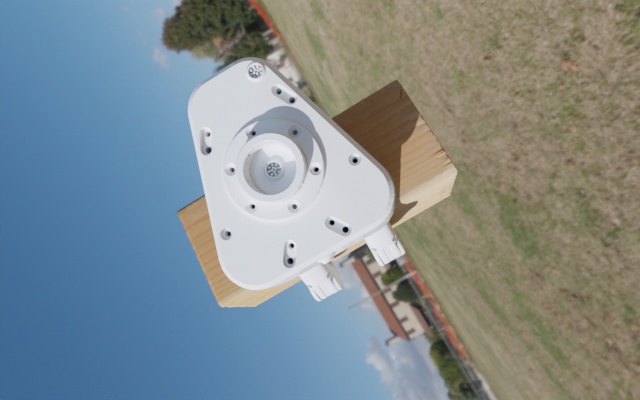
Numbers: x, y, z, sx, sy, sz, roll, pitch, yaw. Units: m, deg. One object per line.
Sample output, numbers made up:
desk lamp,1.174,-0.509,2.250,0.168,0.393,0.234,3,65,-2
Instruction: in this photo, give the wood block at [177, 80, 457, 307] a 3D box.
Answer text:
wood block,0.000,0.001,0.409,0.206,0.090,0.090,-30,-16,4
